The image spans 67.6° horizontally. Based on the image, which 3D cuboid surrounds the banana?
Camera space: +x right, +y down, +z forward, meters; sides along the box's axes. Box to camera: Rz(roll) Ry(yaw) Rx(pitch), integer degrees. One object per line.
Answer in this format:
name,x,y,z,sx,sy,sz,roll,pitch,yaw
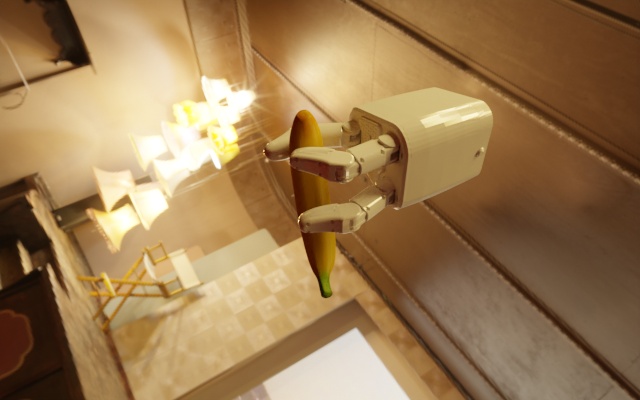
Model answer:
banana,-0.005,-0.001,0.498,0.037,0.198,0.069,-14,21,-14
